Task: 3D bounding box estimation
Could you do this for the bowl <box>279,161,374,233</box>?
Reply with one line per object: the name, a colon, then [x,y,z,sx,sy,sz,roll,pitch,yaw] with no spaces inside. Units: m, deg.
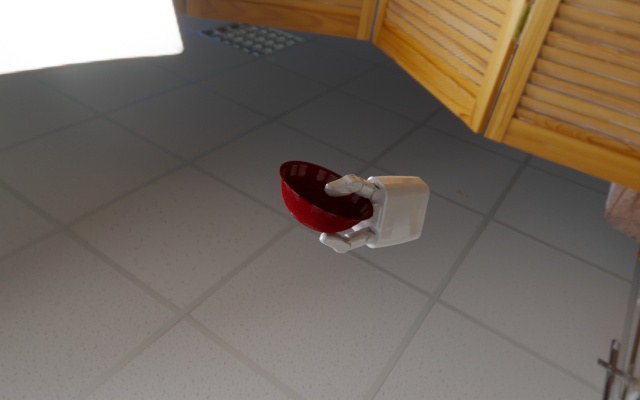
bowl: [-0.001,0.003,0.749,0.162,0.055,0.162,23,24,-11]
